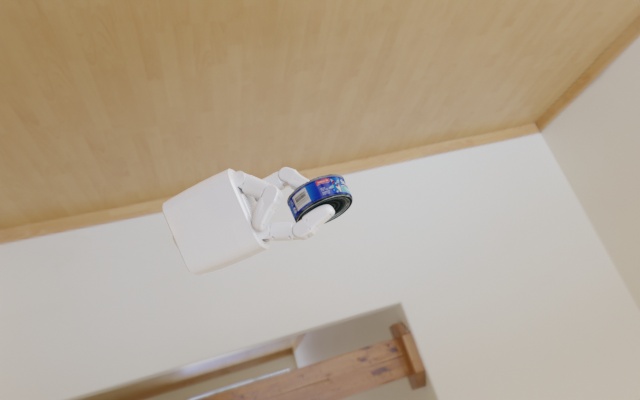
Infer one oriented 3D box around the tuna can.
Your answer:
[{"bbox_3d":[0.000,0.003,0.651,0.086,0.033,0.086,-21,-23,-9],"label":"tuna can"}]
